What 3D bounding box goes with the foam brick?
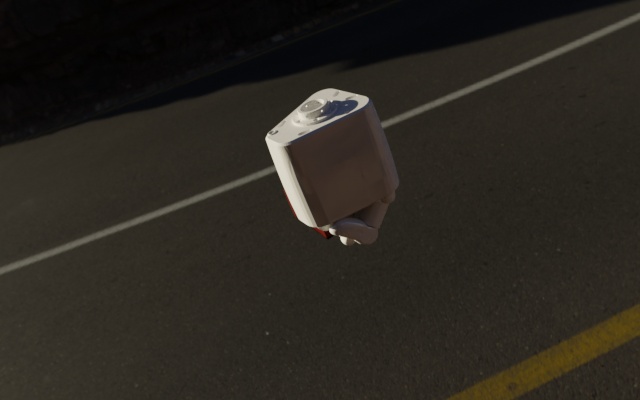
[{"bbox_3d":[0.000,0.002,0.594,0.053,0.051,0.078,-36,36,-19],"label":"foam brick"}]
